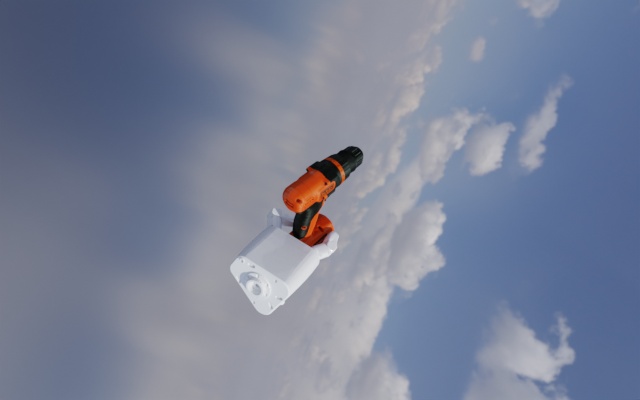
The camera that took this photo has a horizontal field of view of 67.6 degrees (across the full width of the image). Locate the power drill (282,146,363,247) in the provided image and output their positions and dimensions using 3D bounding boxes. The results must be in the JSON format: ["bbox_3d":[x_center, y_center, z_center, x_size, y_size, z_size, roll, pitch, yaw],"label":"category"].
[{"bbox_3d":[0.000,0.003,0.858,0.057,0.188,0.184,37,52,24],"label":"power drill"}]
